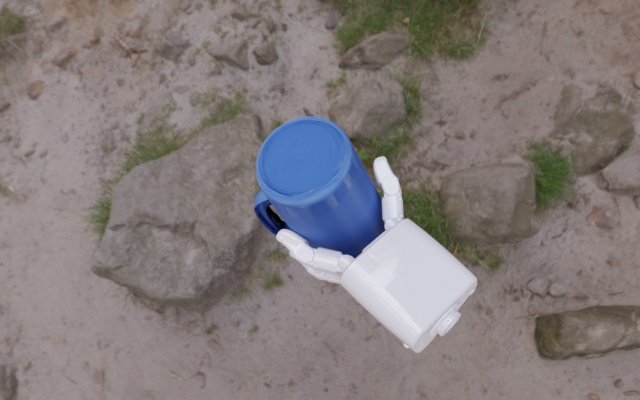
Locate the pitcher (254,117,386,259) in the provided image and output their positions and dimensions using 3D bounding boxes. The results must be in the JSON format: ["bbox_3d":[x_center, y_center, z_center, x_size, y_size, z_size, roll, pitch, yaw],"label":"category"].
[{"bbox_3d":[0.000,0.002,0.606,0.145,0.149,0.243,44,-6,27],"label":"pitcher"}]
